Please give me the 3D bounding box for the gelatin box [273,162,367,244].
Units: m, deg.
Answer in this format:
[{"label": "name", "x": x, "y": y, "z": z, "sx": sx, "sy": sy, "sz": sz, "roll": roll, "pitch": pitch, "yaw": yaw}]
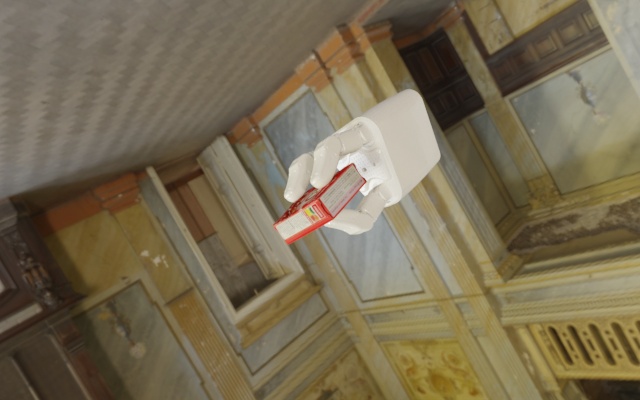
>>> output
[{"label": "gelatin box", "x": 0.000, "y": 0.002, "z": 0.512, "sx": 0.073, "sy": 0.030, "sz": 0.089, "roll": -30, "pitch": 11, "yaw": 40}]
